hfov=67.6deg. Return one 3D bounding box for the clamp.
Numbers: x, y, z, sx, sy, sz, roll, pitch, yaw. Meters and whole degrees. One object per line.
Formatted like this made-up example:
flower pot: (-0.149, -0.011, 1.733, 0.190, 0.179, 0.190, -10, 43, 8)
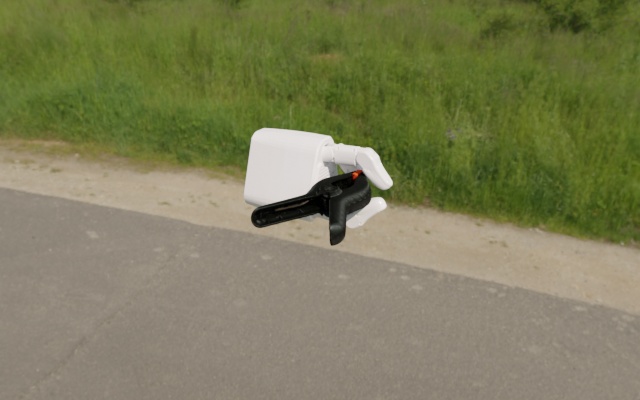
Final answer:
clamp: (0.000, 0.001, 0.579, 0.120, 0.039, 0.171, 12, 25, 22)
